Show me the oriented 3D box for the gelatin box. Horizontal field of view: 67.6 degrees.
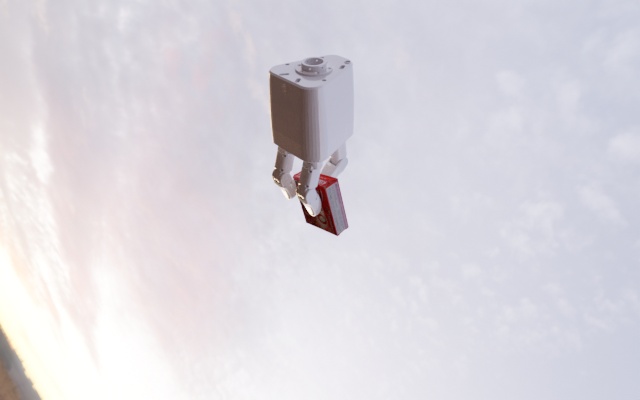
[{"bbox_3d":[0.001,0.002,0.718,0.030,0.089,0.073,-35,36,-30],"label":"gelatin box"}]
